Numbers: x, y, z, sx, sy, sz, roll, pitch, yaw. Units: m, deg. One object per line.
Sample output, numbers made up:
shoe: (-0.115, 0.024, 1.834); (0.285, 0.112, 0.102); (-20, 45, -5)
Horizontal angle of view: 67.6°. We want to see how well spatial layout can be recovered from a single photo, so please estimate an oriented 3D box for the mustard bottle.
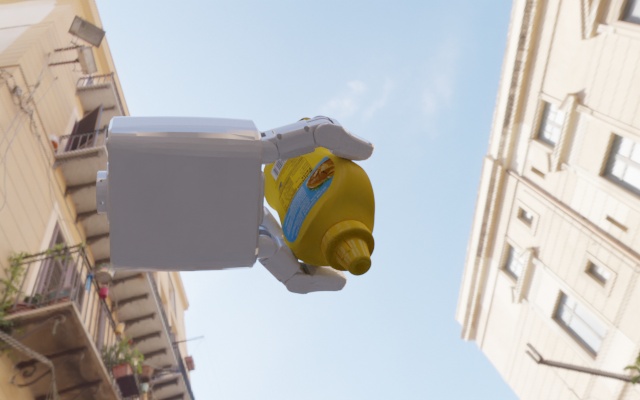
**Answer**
mustard bottle: (0.000, 0.001, 0.423); (0.058, 0.096, 0.191); (24, 19, -29)
